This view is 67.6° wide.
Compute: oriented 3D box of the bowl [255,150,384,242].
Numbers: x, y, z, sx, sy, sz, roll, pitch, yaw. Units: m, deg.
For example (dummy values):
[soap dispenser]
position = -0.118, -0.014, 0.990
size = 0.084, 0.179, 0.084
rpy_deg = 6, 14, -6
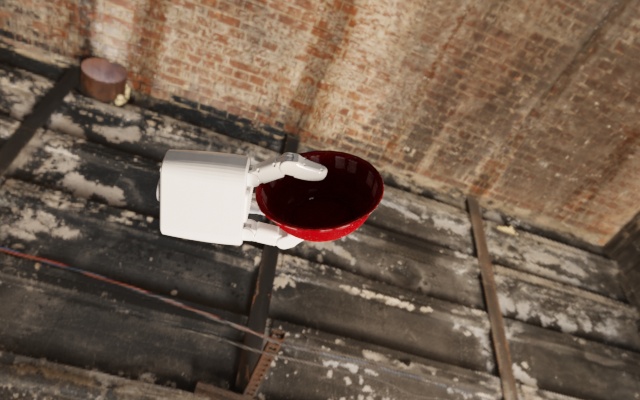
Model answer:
[bowl]
position = 0.001, 0.003, 0.613
size = 0.162, 0.055, 0.162
rpy_deg = -3, 40, 2
